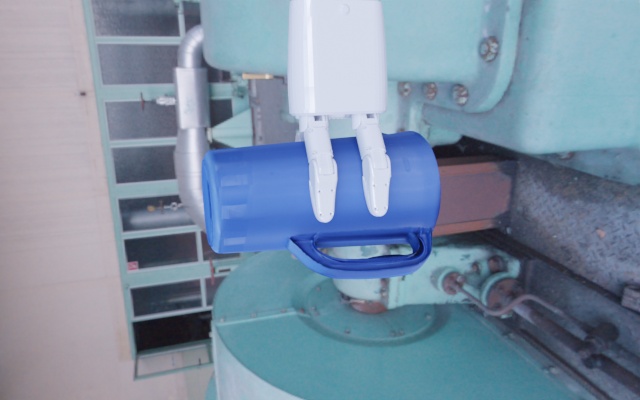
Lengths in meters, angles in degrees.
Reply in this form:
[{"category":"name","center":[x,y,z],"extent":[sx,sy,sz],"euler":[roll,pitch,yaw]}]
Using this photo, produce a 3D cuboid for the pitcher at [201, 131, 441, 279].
[{"category":"pitcher","center":[0.000,0.002,0.520],"extent":[0.243,0.145,0.149],"euler":[-5,12,-17]}]
